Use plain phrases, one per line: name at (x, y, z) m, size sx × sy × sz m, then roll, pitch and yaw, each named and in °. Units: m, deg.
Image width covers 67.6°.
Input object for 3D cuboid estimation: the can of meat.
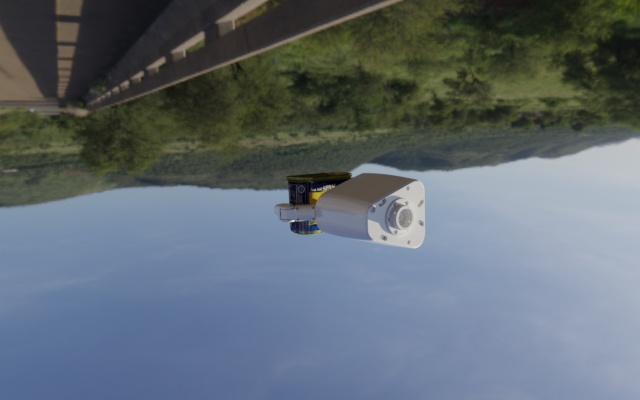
can of meat at (0.000, 0.003, 0.721) m, size 0.102 × 0.084 × 0.057 m, roll -8°, pitch 9°, yaw -37°
